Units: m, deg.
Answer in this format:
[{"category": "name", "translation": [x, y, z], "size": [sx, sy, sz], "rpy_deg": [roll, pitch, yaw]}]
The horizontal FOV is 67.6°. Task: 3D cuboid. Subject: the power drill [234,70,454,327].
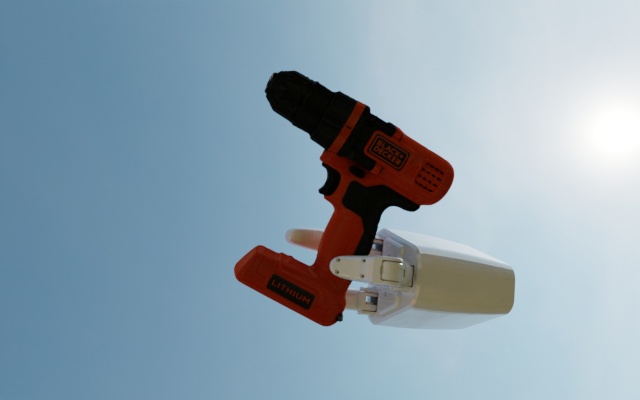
[{"category": "power drill", "translation": [0.000, 0.002, 0.426], "size": [0.184, 0.187, 0.057], "rpy_deg": [30, 6, -4]}]
